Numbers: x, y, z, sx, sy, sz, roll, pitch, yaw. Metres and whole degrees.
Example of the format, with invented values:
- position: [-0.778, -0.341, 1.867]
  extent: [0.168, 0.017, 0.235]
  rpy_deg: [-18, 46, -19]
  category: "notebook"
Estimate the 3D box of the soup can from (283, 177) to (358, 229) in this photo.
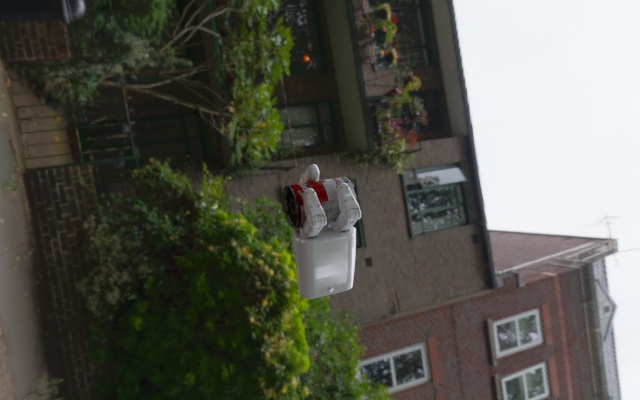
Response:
- position: [0.000, 0.002, 0.747]
  extent: [0.102, 0.068, 0.068]
  rpy_deg: [-9, 3, -20]
  category: "soup can"
